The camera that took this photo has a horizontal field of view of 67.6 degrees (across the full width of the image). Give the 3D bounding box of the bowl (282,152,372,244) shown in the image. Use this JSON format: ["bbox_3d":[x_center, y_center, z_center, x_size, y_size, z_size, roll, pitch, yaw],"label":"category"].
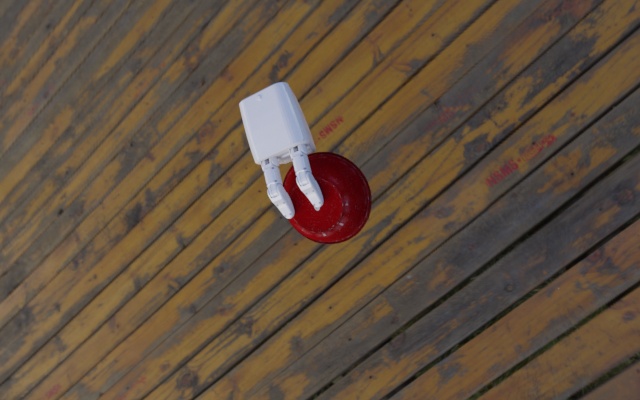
[{"bbox_3d":[0.001,0.004,0.789,0.162,0.162,0.055,0,12,19],"label":"bowl"}]
